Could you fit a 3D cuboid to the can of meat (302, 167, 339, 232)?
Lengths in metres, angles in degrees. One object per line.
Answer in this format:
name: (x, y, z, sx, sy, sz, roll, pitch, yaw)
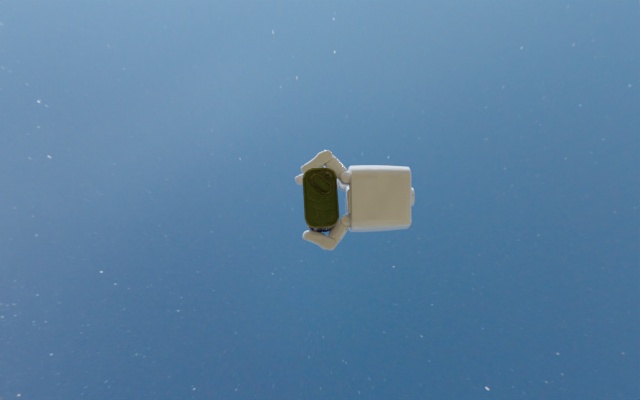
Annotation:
can of meat: (0.000, 0.003, 0.825, 0.057, 0.102, 0.084, -4, -11, -1)
